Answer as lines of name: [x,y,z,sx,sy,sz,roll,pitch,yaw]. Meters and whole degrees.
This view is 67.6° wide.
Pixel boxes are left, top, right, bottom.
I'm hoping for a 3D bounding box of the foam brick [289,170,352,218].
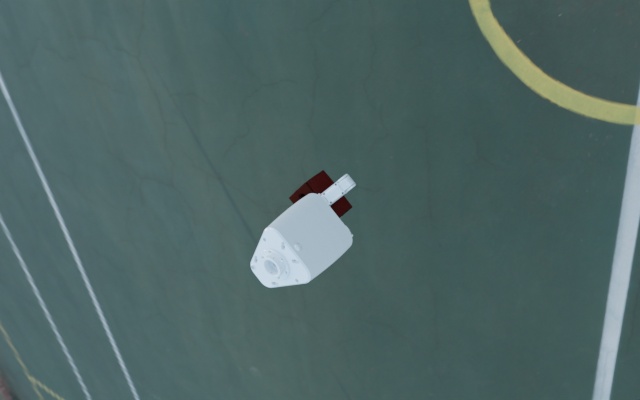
foam brick: [0.000,0.002,0.751,0.051,0.078,0.053,-37,-2,-45]
